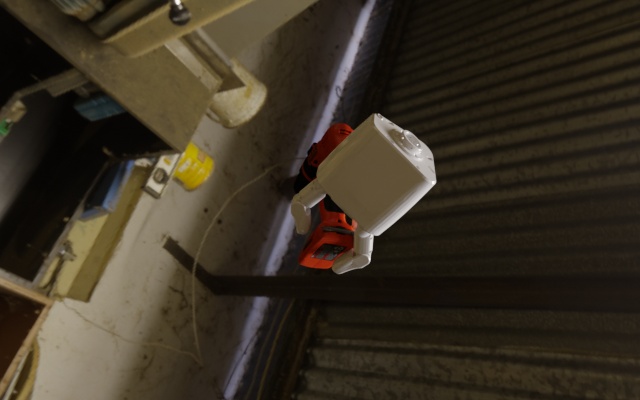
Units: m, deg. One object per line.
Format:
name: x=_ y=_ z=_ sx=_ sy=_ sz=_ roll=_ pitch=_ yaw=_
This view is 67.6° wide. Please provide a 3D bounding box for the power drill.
power drill: x=0.000 y=0.003 z=0.721 sx=0.057 sy=0.187 sz=0.184 roll=9 pitch=-31 yaw=-19
